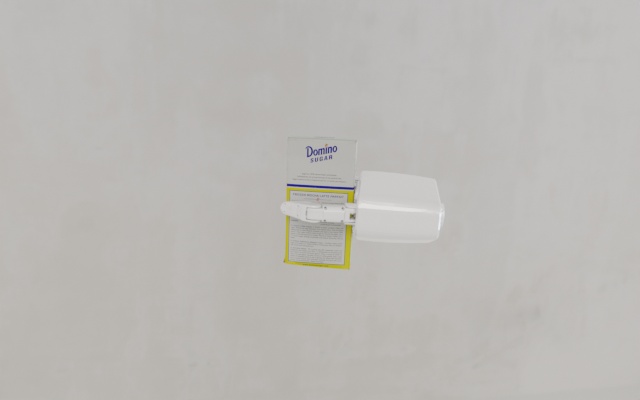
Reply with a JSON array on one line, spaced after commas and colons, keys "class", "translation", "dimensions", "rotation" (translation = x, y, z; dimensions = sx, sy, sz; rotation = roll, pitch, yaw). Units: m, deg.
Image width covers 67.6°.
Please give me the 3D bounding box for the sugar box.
[{"class": "sugar box", "translation": [0.000, 0.002, 0.653], "dimensions": [0.093, 0.176, 0.048], "rotation": [4, 10, 5]}]
